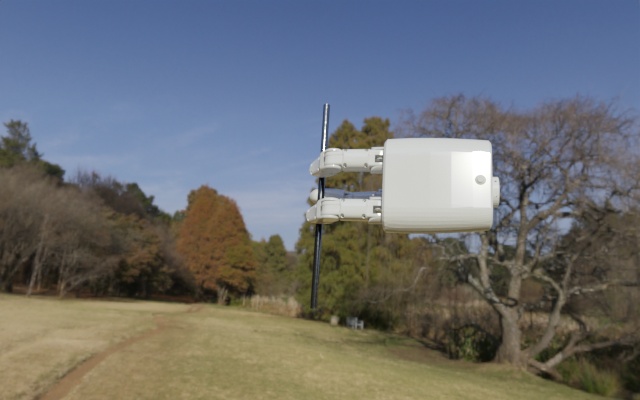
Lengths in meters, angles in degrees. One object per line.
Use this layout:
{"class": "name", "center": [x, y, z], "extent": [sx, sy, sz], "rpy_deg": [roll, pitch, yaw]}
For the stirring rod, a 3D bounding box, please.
{"class": "stirring rod", "center": [0.000, 0.002, 0.550], "extent": [0.011, 0.239, 0.011], "rpy_deg": [3, -13, 1]}
